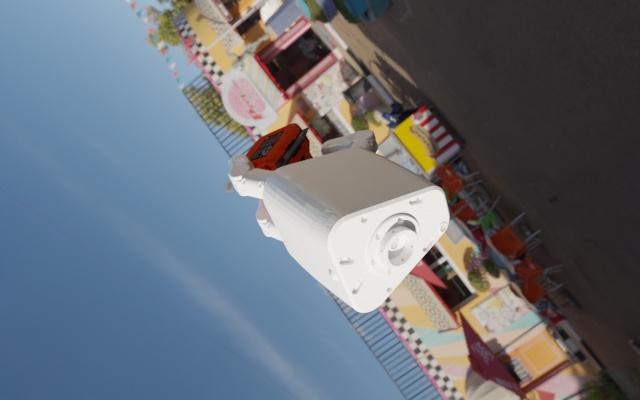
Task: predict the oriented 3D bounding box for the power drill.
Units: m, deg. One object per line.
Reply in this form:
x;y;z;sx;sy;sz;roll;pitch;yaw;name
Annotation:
0.000;0.002;0.535;0.188;0.057;0.184;39;-21;-20;power drill
